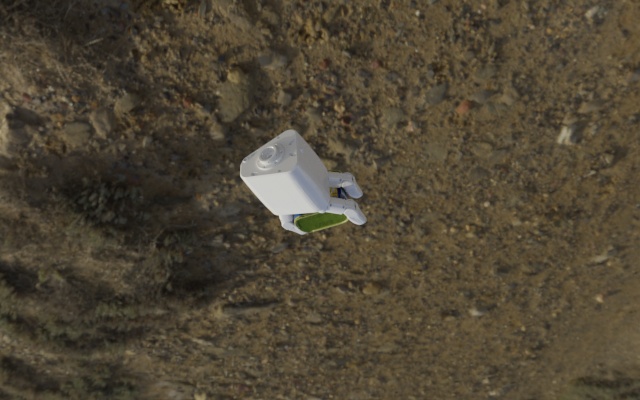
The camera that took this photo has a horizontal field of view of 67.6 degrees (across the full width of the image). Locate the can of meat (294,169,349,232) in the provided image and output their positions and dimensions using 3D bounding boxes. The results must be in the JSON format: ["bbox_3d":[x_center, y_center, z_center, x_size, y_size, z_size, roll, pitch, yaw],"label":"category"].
[{"bbox_3d":[0.000,0.003,0.853,0.102,0.083,0.057,-17,-40,15],"label":"can of meat"}]
